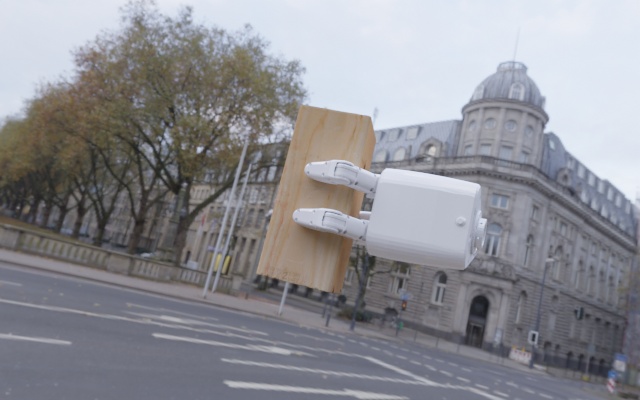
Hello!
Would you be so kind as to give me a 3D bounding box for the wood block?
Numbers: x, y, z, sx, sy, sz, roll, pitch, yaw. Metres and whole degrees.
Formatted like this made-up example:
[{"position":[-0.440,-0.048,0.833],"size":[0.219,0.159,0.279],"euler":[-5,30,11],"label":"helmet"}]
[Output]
[{"position":[0.001,0.002,0.585],"size":[0.090,0.206,0.091],"euler":[12,-10,13],"label":"wood block"}]
